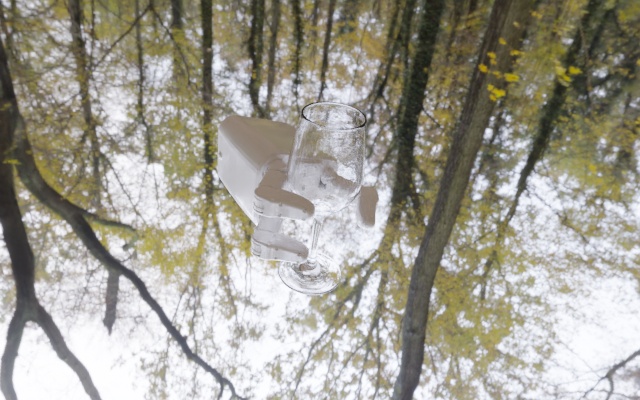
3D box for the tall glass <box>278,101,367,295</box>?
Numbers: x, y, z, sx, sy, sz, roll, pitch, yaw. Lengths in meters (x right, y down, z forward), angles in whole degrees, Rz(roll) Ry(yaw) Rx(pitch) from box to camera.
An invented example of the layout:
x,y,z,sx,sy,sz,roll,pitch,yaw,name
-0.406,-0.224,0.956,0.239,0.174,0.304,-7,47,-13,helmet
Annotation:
x,y,z,sx,sy,sz,roll,pitch,yaw,name
0.000,0.002,0.500,0.079,0.201,0.079,6,35,-4,tall glass
